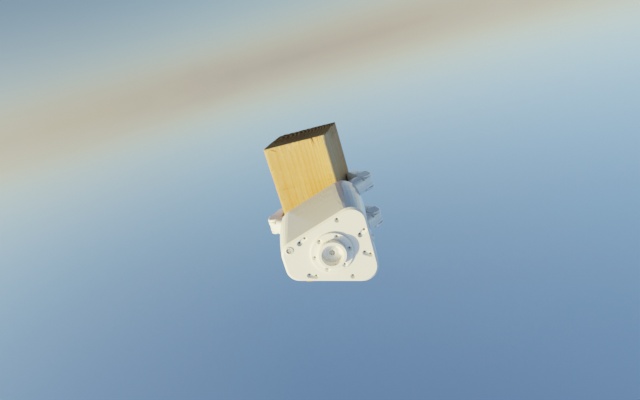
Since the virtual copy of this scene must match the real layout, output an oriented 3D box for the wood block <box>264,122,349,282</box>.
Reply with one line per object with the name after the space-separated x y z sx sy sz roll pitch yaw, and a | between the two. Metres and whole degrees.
0.000 0.003 0.699 0.091 0.206 0.090 -11 18 15 | wood block
